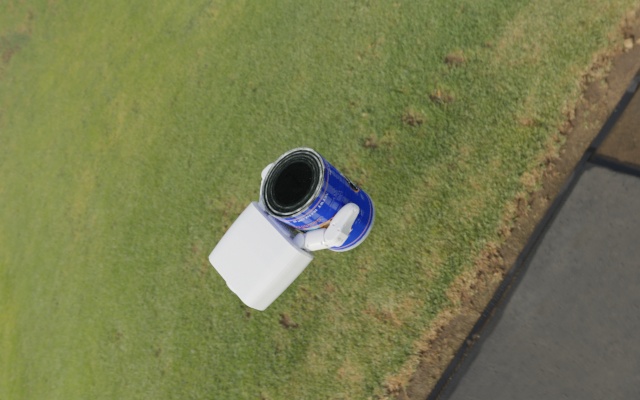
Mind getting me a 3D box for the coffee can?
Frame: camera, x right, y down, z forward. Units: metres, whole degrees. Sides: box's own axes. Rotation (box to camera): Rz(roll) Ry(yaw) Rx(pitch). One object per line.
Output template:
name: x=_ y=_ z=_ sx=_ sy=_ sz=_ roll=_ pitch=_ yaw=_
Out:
coffee can: x=0.000 y=0.002 z=0.674 sx=0.103 sy=0.102 sz=0.140 roll=0 pitch=-23 yaw=36
